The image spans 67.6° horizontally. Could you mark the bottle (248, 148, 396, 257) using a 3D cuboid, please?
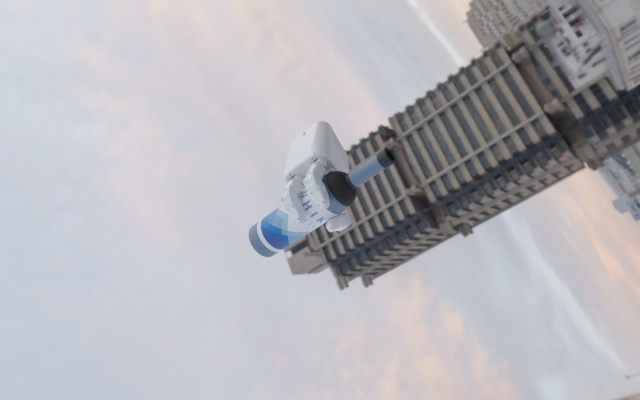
[{"bbox_3d":[0.000,0.003,0.800,0.296,0.069,0.069,-34,-18,29],"label":"bottle"}]
